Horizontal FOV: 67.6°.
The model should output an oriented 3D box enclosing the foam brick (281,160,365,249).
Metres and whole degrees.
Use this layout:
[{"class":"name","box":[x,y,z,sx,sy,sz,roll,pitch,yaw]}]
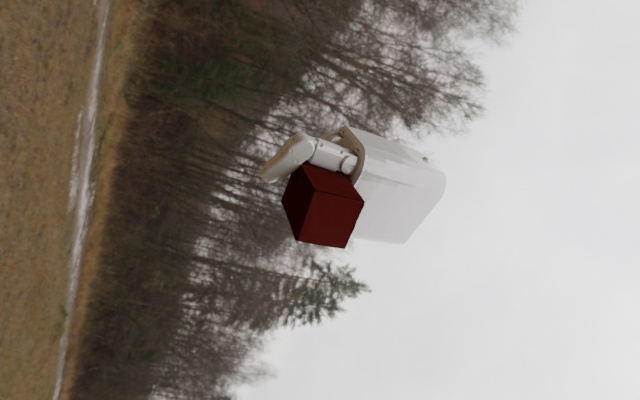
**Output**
[{"class":"foam brick","box":[0.000,0.002,0.453,0.051,0.053,0.078,14,23,-21]}]
